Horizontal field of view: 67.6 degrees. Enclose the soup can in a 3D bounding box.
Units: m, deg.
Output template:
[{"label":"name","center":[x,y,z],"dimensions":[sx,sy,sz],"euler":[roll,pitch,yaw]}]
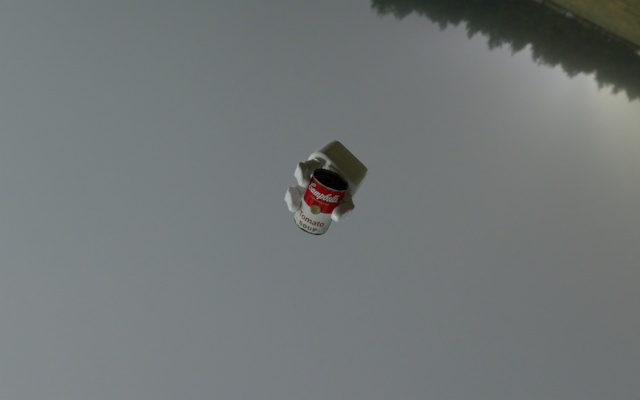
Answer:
[{"label":"soup can","center":[0.000,0.003,0.858],"dimensions":[0.068,0.102,0.068],"euler":[18,30,-11]}]
